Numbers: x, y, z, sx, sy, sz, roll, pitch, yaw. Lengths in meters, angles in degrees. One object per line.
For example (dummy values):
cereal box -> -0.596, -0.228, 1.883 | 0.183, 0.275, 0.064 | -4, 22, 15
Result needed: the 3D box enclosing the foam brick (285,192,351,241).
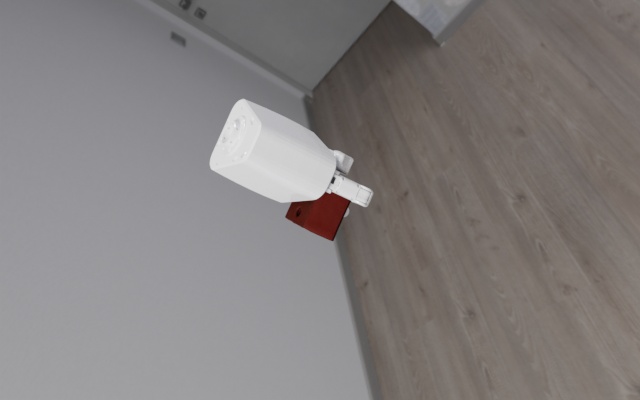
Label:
foam brick -> 0.000, 0.002, 0.604 | 0.051, 0.078, 0.053 | 24, 1, -33
